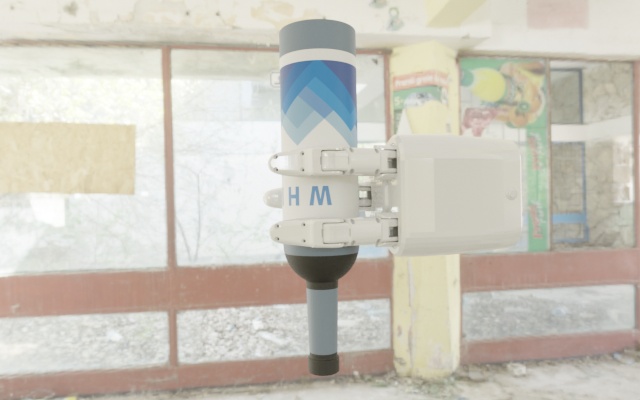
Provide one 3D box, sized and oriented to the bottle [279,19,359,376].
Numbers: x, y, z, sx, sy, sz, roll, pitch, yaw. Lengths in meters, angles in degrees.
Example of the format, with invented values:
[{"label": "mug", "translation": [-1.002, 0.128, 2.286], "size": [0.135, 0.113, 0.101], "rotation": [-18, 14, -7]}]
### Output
[{"label": "bottle", "translation": [0.000, 0.001, 0.416], "size": [0.069, 0.295, 0.069], "rotation": [-1, 0, 0]}]
